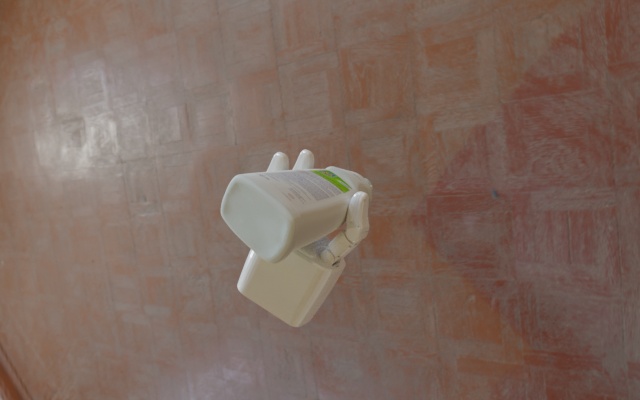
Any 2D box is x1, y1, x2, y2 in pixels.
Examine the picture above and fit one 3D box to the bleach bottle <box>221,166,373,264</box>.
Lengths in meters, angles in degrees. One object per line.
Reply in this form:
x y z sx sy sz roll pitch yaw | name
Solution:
0.000 0.002 0.591 0.102 0.068 0.251 39 26 23 | bleach bottle
